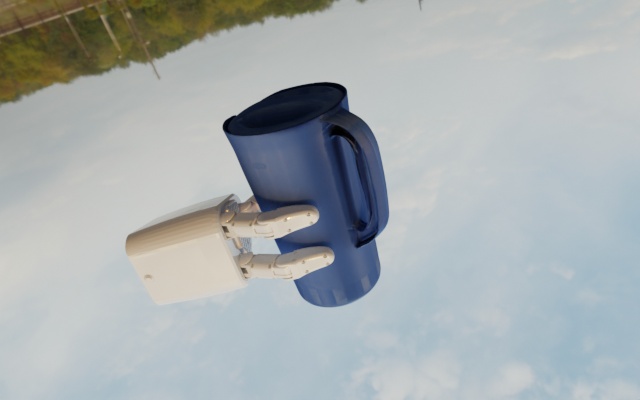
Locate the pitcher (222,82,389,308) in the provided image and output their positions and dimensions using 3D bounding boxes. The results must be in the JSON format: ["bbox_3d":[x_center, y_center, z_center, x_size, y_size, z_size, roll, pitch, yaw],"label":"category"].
[{"bbox_3d":[0.000,0.002,0.534,0.145,0.243,0.149,-16,28,4],"label":"pitcher"}]
